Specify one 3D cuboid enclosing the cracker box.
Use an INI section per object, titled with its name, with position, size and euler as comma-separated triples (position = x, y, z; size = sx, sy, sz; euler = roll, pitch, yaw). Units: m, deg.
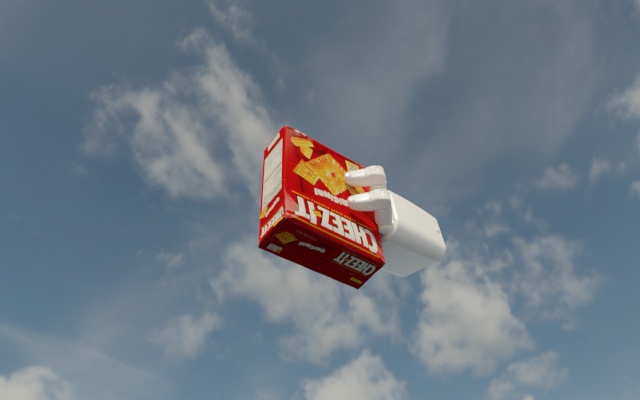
[cracker box]
position = 0.000, 0.002, 0.695
size = 0.164, 0.213, 0.072
euler = 26, -56, -24
